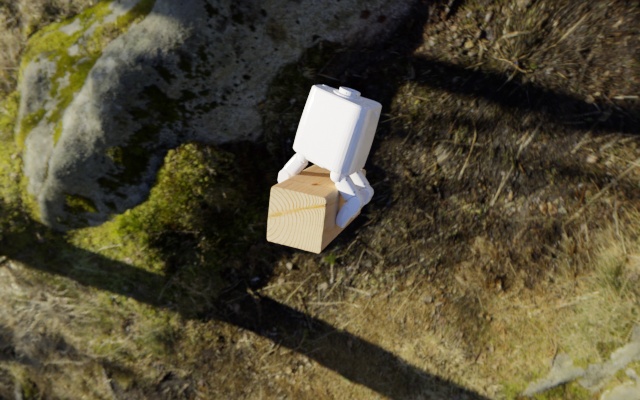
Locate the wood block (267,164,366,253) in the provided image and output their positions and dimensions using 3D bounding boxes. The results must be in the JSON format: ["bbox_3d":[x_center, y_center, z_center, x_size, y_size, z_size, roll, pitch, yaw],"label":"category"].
[{"bbox_3d":[0.000,0.002,0.795,0.091,0.090,0.206,13,19,18],"label":"wood block"}]
